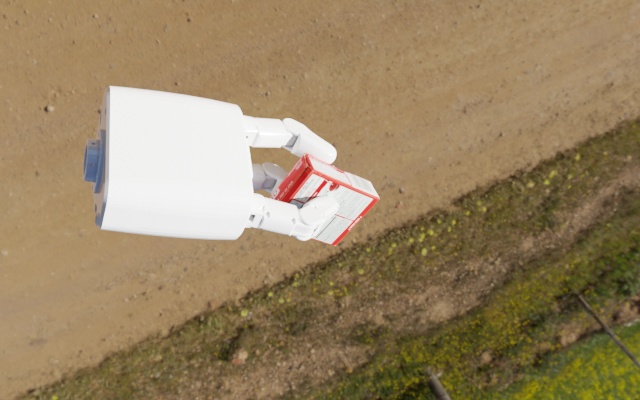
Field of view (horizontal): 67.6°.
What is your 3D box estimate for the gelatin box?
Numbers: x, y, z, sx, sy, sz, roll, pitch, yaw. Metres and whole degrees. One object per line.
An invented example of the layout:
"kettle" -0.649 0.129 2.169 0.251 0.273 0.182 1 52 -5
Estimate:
"gelatin box" 0.000 0.002 0.462 0.089 0.073 0.030 21 32 -35
